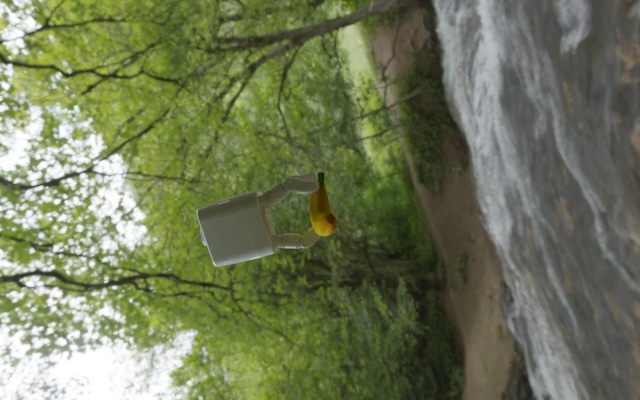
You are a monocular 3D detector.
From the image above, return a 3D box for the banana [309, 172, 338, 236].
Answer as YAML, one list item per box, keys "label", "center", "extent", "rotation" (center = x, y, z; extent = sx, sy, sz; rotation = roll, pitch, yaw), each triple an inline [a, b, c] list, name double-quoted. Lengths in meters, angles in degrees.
- label: "banana"
  center: [0.002, 0.018, 0.779]
  extent: [0.037, 0.070, 0.197]
  rotation: [-7, 24, -3]
